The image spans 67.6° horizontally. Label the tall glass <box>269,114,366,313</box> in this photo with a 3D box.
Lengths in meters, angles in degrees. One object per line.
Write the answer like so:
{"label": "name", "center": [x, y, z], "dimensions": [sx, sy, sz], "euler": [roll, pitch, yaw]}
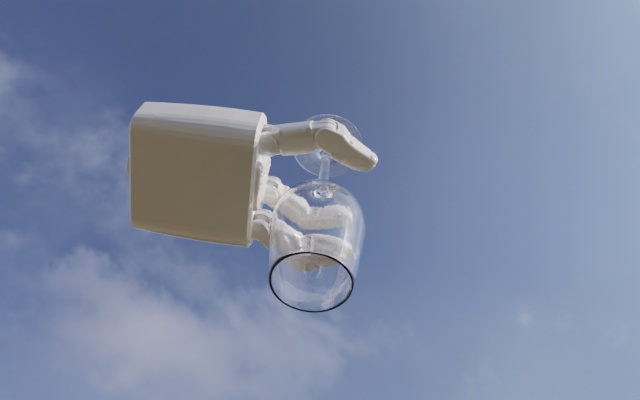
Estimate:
{"label": "tall glass", "center": [0.000, 0.001, 0.420], "dimensions": [0.079, 0.079, 0.201], "euler": [0, 36, 5]}
